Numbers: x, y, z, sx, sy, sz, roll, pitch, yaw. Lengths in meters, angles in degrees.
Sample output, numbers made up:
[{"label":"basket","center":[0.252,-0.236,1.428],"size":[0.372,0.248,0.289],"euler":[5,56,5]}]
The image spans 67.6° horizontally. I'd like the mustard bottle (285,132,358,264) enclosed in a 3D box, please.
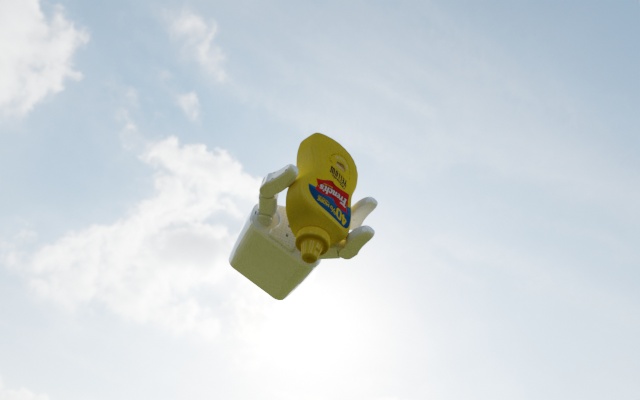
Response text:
[{"label":"mustard bottle","center":[0.000,0.002,0.610],"size":[0.058,0.191,0.096],"euler":[-27,-58,31]}]
